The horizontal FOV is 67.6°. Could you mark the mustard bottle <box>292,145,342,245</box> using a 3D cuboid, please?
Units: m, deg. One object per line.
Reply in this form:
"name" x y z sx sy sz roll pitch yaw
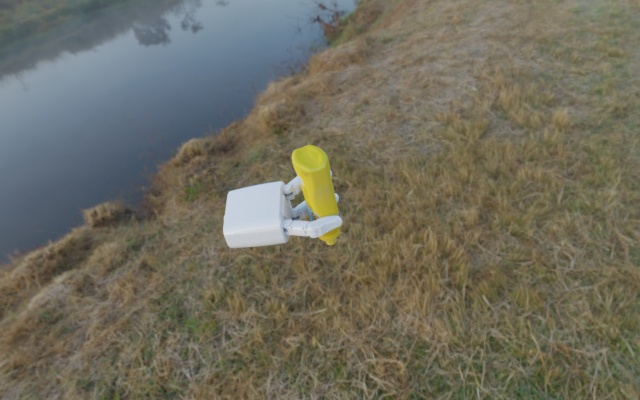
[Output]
"mustard bottle" 0.000 0.002 0.856 0.058 0.192 0.096 -22 34 -11
